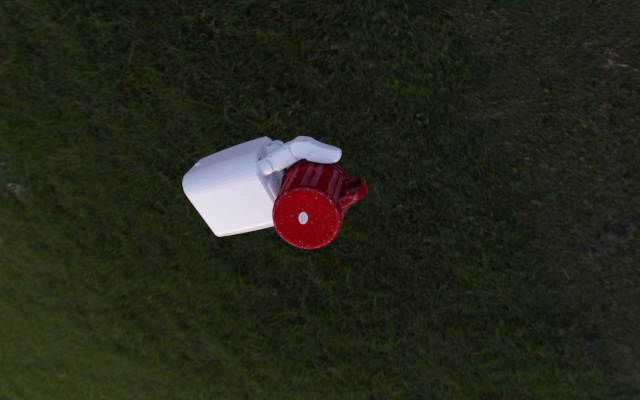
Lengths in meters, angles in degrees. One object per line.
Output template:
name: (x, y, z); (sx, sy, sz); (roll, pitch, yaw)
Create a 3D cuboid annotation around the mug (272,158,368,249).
mug: (0.001, 0.002, 0.570); (0.117, 0.093, 0.081); (-15, 22, 16)
